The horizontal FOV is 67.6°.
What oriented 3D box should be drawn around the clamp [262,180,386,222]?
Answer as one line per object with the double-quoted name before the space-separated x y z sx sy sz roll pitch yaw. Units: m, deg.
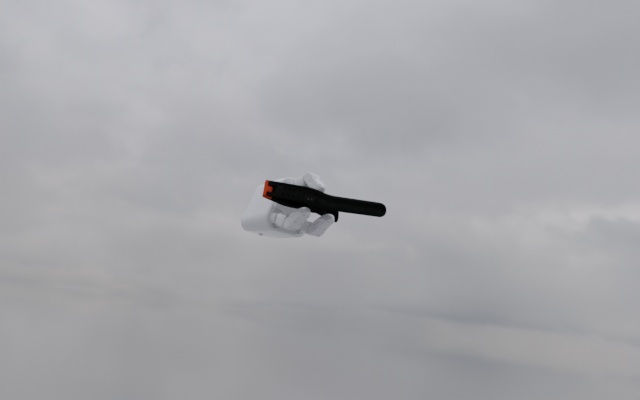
"clamp" 0.000 0.002 0.844 0.210 0.036 0.164 18 -16 -36
